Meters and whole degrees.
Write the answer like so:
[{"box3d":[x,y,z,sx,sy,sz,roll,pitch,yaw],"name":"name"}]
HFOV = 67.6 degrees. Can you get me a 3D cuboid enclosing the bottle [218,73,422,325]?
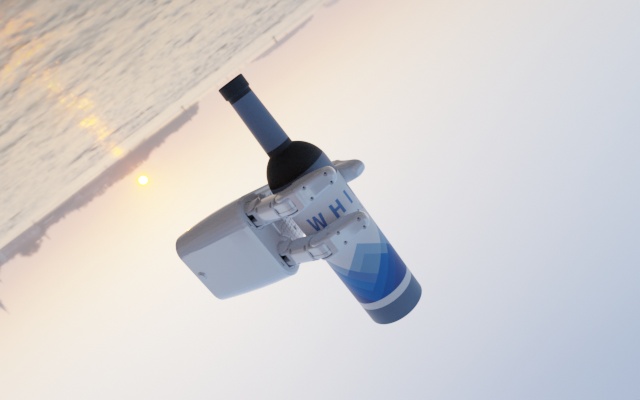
[{"box3d":[0.000,0.002,0.488,0.069,0.296,0.069,-33,18,12],"name":"bottle"}]
